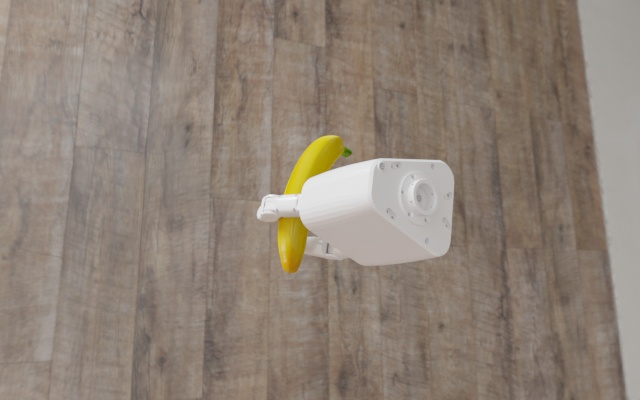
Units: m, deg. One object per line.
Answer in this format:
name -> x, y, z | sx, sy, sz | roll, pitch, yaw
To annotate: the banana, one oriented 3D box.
banana -> -0.009, -0.013, 0.556 | 0.037, 0.197, 0.070 | -9, -47, 43
